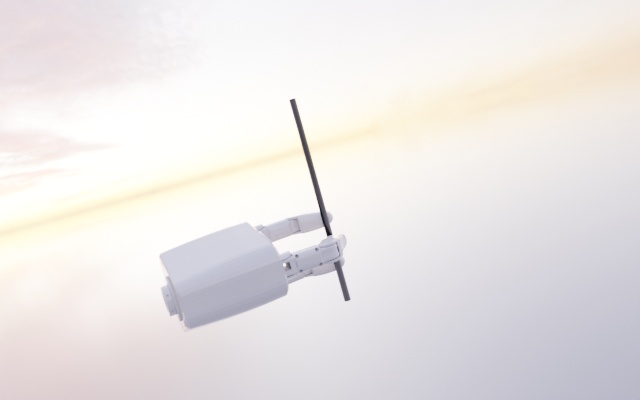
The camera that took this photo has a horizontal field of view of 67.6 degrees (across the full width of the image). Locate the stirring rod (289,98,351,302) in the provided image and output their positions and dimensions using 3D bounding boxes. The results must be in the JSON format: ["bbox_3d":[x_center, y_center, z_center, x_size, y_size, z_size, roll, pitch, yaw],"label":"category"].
[{"bbox_3d":[0.000,0.002,0.547,0.011,0.239,0.011,-15,6,2],"label":"stirring rod"}]
